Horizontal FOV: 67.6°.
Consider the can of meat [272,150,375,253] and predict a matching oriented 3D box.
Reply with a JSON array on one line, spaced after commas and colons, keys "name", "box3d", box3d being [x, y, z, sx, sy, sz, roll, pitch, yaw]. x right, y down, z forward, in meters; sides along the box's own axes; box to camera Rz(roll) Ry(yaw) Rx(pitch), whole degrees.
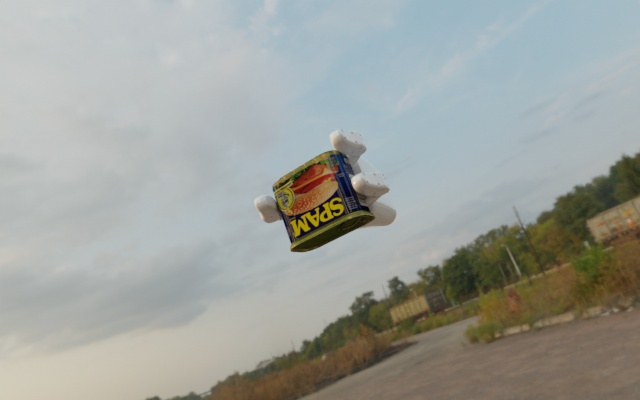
[{"name": "can of meat", "box3d": [0.000, 0.002, 0.554, 0.102, 0.084, 0.057, -28, -19, 23]}]
